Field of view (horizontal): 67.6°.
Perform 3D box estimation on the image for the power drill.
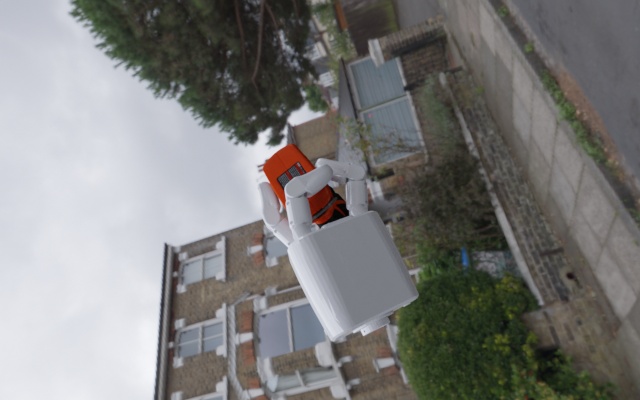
[{"bbox_3d":[0.000,0.002,0.641,0.184,0.057,0.188,52,6,36],"label":"power drill"}]
